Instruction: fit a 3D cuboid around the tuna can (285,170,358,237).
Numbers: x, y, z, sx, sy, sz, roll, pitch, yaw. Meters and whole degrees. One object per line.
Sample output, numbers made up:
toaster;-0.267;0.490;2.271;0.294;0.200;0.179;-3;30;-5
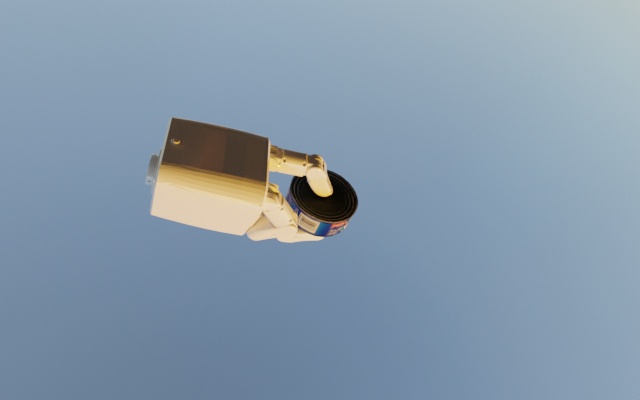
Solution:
tuna can;0.000;0.002;0.582;0.086;0.086;0.034;0;-39;-24
